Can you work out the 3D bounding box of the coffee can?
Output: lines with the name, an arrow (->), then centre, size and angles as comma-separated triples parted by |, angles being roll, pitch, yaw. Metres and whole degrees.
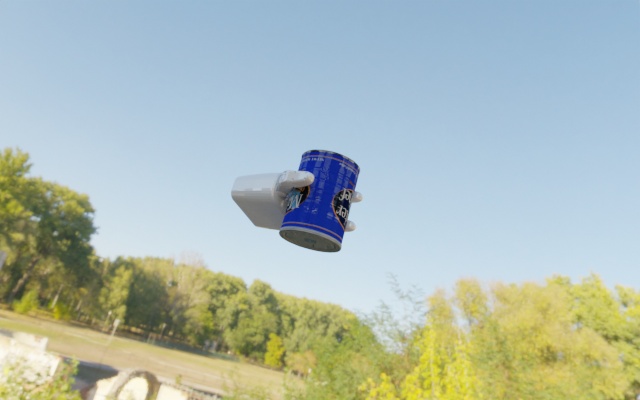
coffee can -> 0.000, 0.003, 0.780 | 0.103, 0.140, 0.103 | 14, -19, 5
